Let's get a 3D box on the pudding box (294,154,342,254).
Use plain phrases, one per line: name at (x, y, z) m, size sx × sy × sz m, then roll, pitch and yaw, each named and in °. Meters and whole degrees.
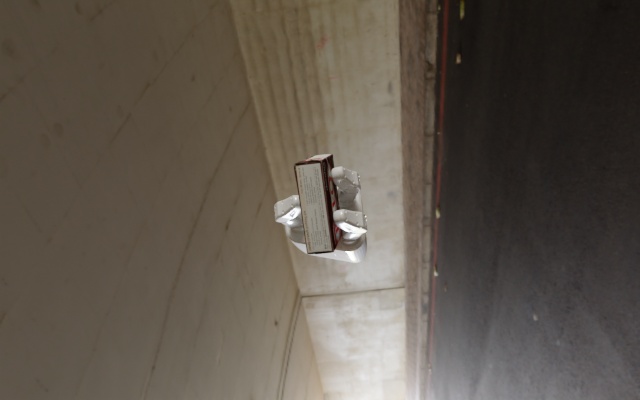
pudding box at (0.000, 0.002, 0.596) m, size 0.039 × 0.113 × 0.090 m, roll -8°, pitch 9°, yaw 10°
